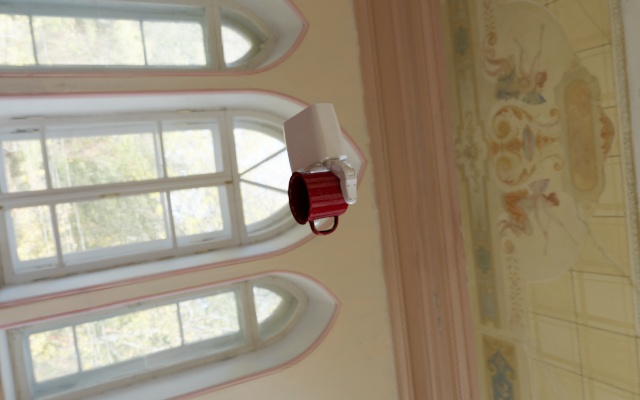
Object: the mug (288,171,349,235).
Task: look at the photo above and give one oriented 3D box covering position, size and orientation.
[{"bbox_3d":[0.001,0.004,0.836,0.081,0.117,0.093,-8,-10,-26],"label":"mug"}]
